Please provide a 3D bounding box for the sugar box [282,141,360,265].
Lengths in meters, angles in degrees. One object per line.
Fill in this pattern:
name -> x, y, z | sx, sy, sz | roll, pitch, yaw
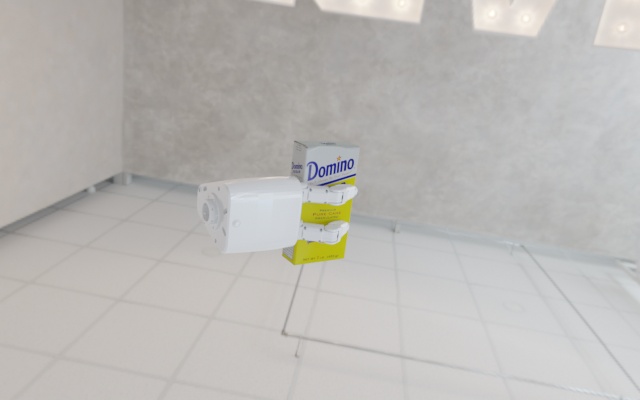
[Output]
sugar box -> 0.000, 0.003, 0.700 | 0.093, 0.176, 0.048 | -4, 21, -33
